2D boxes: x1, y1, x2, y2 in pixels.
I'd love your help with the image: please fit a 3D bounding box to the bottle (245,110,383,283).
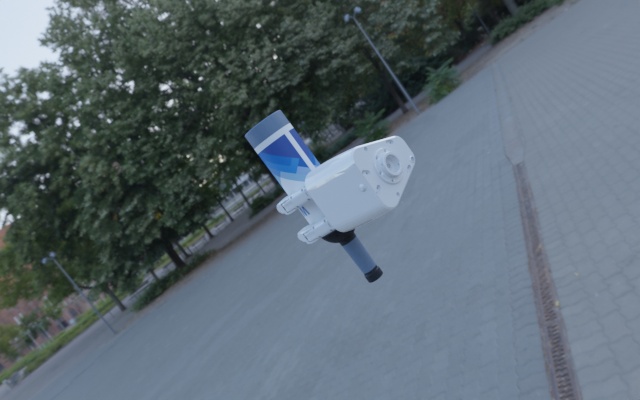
[{"bbox_3d":[0.000,0.002,0.728,0.069,0.296,0.069,-36,7,5],"label":"bottle"}]
